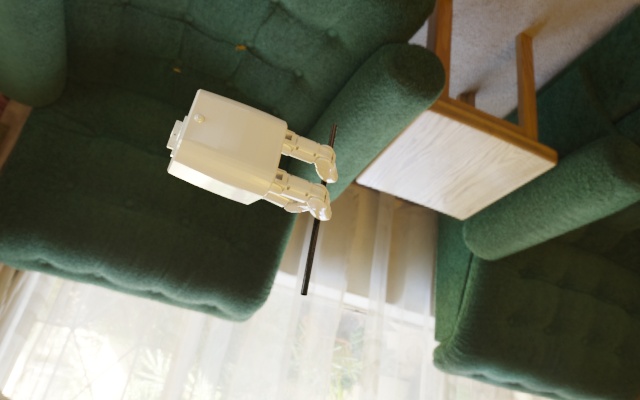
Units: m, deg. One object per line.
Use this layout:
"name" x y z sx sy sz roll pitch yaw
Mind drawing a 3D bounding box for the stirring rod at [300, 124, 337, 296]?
"stirring rod" 0.000 0.002 0.592 0.011 0.239 0.011 8 -29 4
